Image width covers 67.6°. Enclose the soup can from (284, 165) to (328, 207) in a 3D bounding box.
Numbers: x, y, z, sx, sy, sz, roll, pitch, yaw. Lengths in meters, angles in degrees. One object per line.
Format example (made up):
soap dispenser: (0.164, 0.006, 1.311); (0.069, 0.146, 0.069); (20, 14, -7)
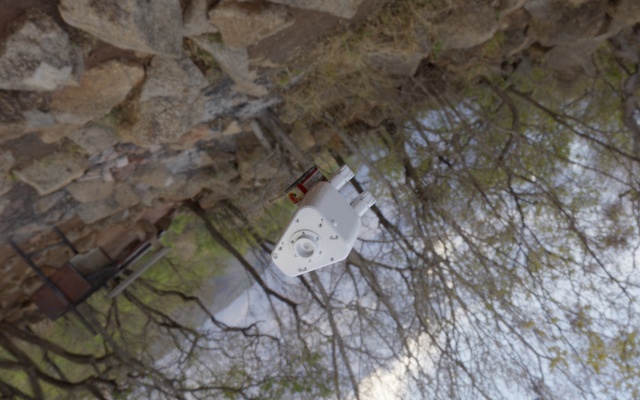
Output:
soup can: (0.000, 0.003, 0.773); (0.068, 0.102, 0.068); (-41, 7, 6)
